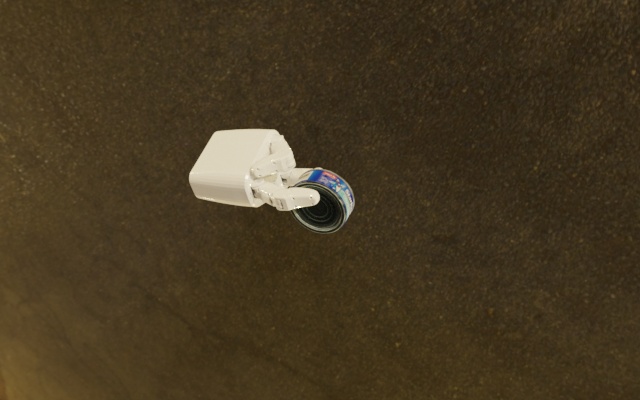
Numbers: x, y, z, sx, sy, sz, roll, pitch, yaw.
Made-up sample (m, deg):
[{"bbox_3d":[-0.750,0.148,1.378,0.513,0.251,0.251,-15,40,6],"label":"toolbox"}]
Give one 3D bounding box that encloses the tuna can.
[{"bbox_3d":[0.000,0.002,0.641,0.086,0.086,0.033,0,34,27],"label":"tuna can"}]
